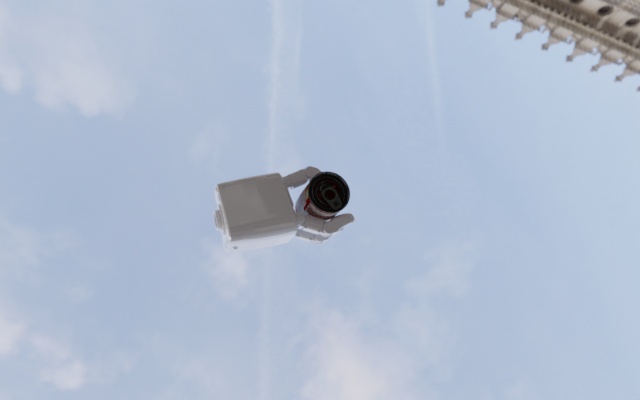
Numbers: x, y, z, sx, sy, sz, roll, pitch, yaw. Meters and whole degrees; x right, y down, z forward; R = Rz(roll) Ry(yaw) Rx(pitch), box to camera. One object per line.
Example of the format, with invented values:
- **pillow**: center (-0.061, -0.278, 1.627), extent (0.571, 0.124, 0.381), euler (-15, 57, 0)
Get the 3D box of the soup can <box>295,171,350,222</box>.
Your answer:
- **soup can**: center (0.000, 0.002, 0.778), extent (0.068, 0.068, 0.102), euler (0, -18, -16)
